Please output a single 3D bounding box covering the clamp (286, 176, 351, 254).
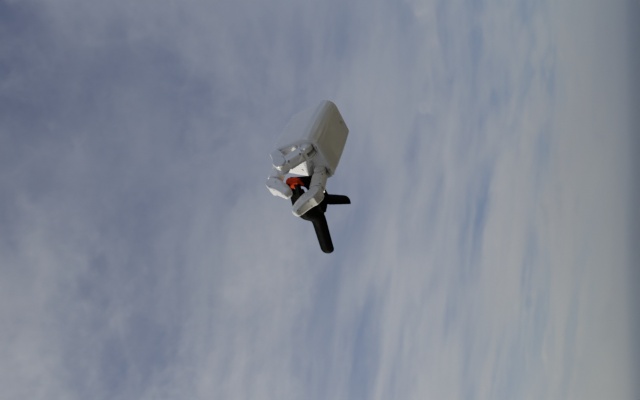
[{"bbox_3d":[0.000,0.003,0.863,0.039,0.120,0.172,-1,-41,32],"label":"clamp"}]
